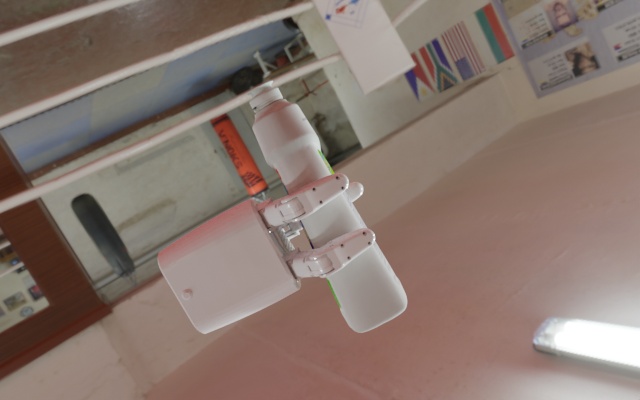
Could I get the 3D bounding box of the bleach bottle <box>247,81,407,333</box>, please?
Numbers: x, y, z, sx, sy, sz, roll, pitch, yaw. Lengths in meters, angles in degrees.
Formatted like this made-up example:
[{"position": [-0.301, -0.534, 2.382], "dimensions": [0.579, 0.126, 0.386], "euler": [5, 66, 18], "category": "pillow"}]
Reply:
[{"position": [0.000, 0.002, 0.478], "dimensions": [0.068, 0.251, 0.102], "euler": [-28, 7, 1], "category": "bleach bottle"}]
